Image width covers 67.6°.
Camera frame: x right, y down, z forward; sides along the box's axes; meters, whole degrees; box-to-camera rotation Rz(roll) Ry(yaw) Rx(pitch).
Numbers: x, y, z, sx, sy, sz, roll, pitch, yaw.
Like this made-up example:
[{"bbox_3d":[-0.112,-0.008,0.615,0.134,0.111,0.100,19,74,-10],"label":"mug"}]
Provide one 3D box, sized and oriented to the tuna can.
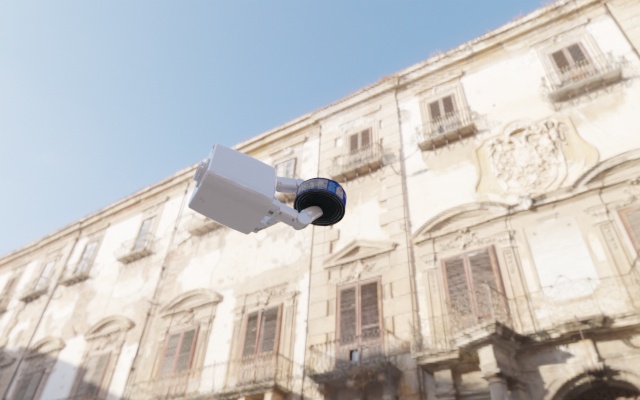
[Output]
[{"bbox_3d":[0.000,0.002,0.783,0.086,0.033,0.086,6,-44,5],"label":"tuna can"}]
